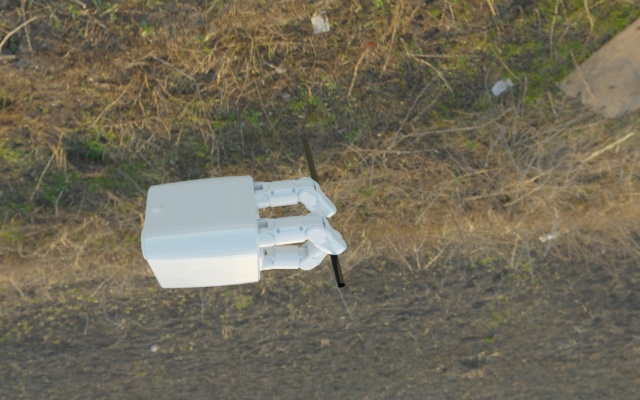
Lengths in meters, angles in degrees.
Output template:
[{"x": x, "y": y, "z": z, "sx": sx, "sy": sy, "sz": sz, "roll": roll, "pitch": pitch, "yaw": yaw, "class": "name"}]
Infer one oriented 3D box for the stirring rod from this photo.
[{"x": 0.000, "y": 0.002, "z": 0.559, "sx": 0.011, "sy": 0.011, "sz": 0.239, "roll": 0, "pitch": 44, "yaw": -14, "class": "stirring rod"}]
